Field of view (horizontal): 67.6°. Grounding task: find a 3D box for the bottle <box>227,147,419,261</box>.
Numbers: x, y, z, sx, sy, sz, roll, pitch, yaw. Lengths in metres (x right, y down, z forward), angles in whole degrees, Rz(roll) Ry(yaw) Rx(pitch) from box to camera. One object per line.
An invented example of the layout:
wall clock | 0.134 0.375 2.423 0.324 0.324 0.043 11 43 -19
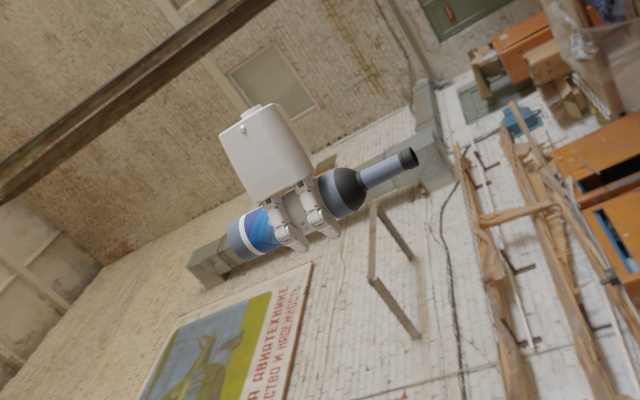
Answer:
bottle | 0.000 0.002 0.674 0.296 0.069 0.069 -26 -11 24
